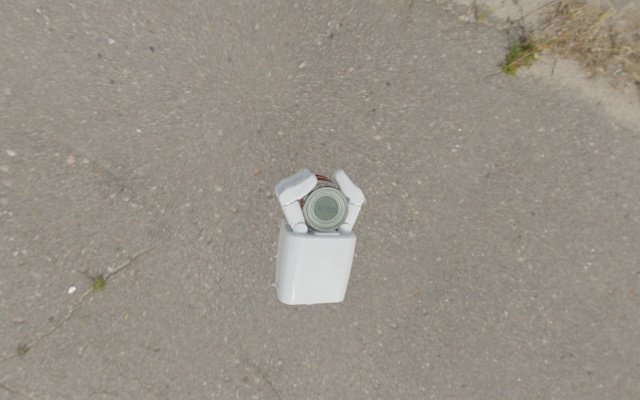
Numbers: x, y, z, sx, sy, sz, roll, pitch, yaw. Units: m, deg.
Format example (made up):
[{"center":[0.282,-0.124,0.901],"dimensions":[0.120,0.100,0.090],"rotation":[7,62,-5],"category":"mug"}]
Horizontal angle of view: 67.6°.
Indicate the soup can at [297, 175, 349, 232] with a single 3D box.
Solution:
[{"center":[0.000,0.002,0.716],"dimensions":[0.068,0.068,0.102],"rotation":[0,12,-9],"category":"soup can"}]
